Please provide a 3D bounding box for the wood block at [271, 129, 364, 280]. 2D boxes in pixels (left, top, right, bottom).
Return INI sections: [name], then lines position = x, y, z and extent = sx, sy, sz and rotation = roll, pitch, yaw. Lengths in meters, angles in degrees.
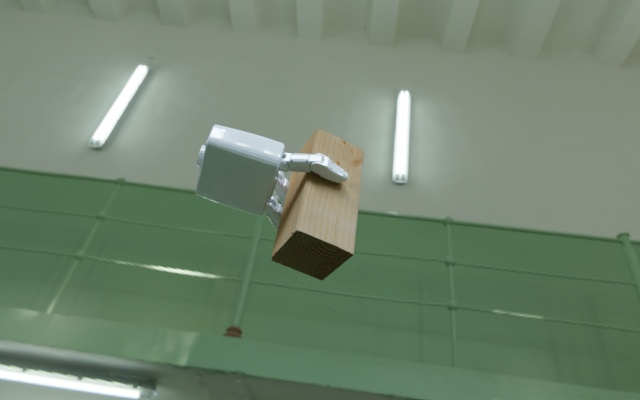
[wood block]
position = 0.000, 0.002, 0.729
extent = 0.090, 0.206, 0.091
rotation = 25, -42, -17
